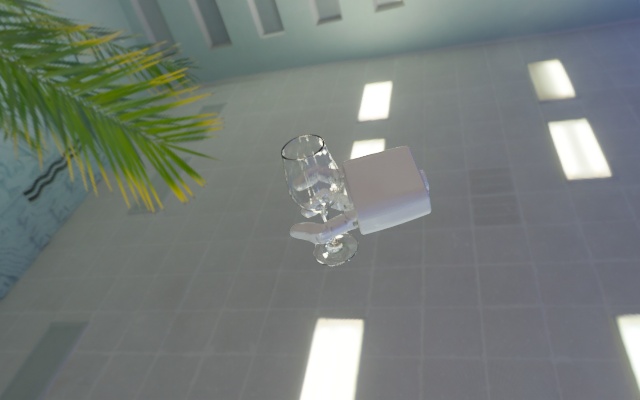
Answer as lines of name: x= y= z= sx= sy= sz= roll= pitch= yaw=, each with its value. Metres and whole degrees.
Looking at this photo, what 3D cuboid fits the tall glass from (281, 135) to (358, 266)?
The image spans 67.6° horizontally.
tall glass: x=0.000 y=0.003 z=0.711 sx=0.079 sy=0.201 sz=0.079 roll=-12 pitch=38 yaw=9
